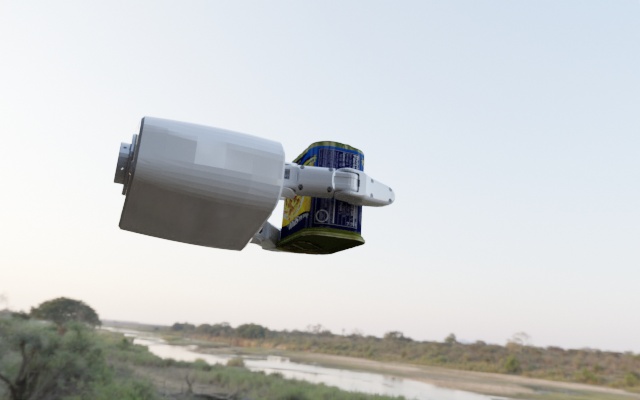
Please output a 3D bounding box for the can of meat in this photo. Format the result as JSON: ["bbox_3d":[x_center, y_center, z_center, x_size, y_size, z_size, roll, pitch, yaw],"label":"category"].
[{"bbox_3d":[0.000,0.001,0.439,0.057,0.084,0.102,10,-16,-21],"label":"can of meat"}]
